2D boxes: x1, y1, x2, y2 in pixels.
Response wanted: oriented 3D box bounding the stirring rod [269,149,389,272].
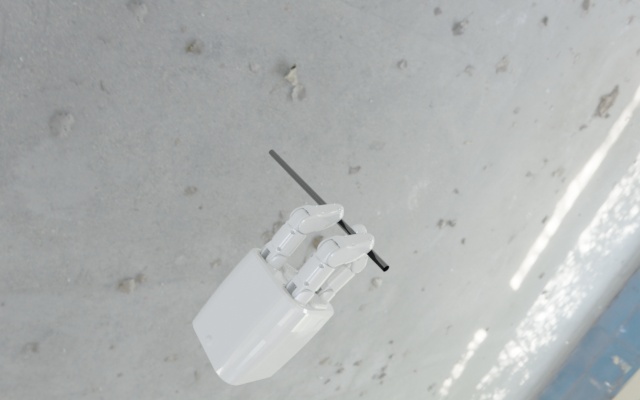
[{"bbox_3d":[0.000,0.002,0.544,0.011,0.011,0.239,0,33,-39],"label":"stirring rod"}]
